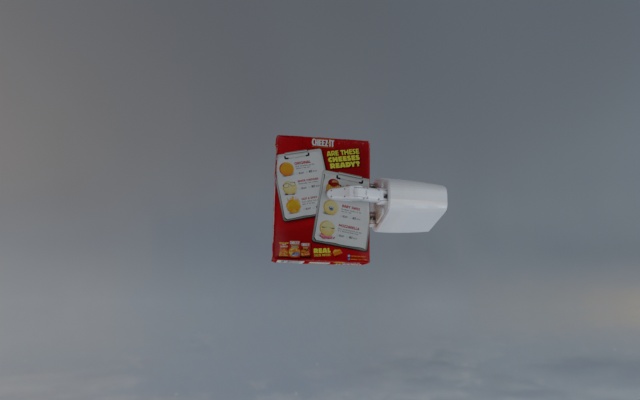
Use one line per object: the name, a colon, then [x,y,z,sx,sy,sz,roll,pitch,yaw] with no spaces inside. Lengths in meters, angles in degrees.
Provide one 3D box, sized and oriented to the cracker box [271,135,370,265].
cracker box: [0.000,0.003,0.828,0.164,0.213,0.072,3,-12,-9]
